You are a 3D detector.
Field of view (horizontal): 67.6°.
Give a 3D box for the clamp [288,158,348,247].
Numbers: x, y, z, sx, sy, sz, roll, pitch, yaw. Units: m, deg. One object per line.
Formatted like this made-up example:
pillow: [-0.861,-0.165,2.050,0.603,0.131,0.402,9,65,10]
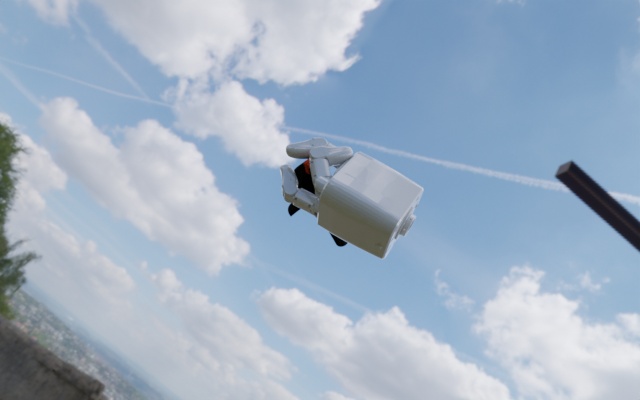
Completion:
clamp: [0.000,0.002,0.729,0.120,0.039,0.172,30,-29,15]
